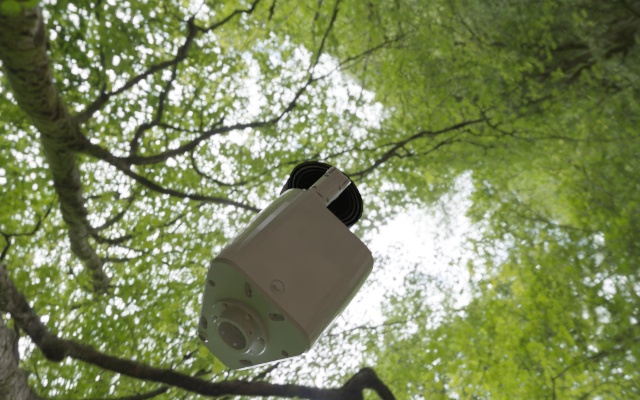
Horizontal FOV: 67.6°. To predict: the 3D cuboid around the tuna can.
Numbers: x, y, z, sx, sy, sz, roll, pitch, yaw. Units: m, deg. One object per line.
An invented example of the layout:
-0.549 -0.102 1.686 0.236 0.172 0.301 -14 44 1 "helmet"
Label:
0.000 0.002 0.502 0.086 0.086 0.034 0 -36 -33 "tuna can"
